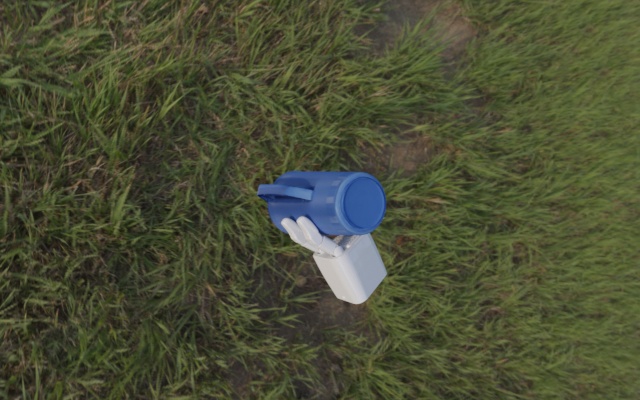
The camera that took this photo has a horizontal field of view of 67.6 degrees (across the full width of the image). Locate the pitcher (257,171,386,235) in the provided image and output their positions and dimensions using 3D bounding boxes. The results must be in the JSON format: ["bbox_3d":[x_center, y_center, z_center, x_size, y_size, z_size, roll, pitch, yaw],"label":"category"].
[{"bbox_3d":[0.000,0.003,0.896,0.149,0.145,0.243,-33,17,-28],"label":"pitcher"}]
